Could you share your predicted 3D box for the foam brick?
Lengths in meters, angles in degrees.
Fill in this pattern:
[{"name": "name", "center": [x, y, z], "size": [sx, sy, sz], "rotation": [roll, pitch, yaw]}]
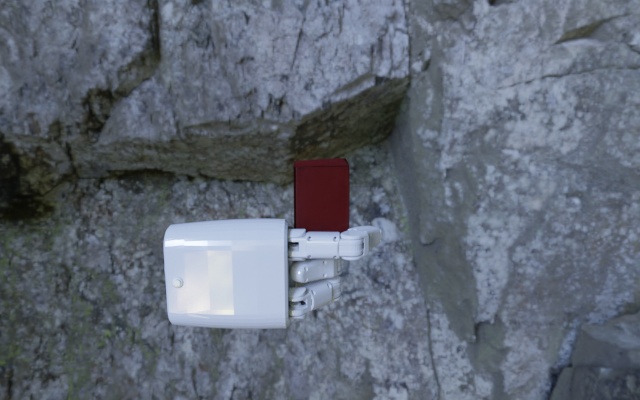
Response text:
[{"name": "foam brick", "center": [0.000, 0.001, 0.450], "size": [0.051, 0.078, 0.053], "rotation": [0, 10, -1]}]
